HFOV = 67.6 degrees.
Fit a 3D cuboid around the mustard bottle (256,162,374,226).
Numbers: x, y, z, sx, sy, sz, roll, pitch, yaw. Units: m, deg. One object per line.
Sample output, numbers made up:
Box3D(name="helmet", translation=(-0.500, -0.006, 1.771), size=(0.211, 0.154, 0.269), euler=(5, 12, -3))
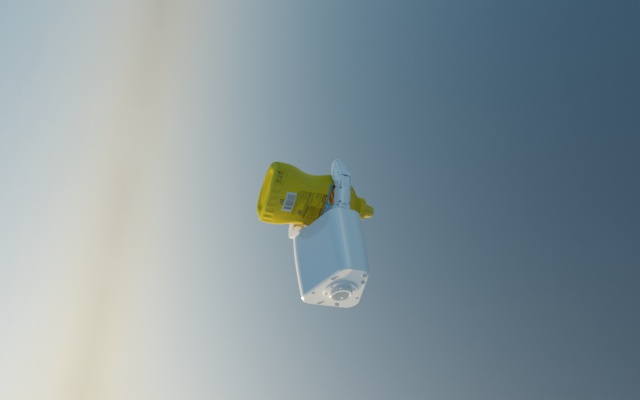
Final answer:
Box3D(name="mustard bottle", translation=(0.000, 0.002, 0.774), size=(0.191, 0.096, 0.058), euler=(12, 21, -22))
